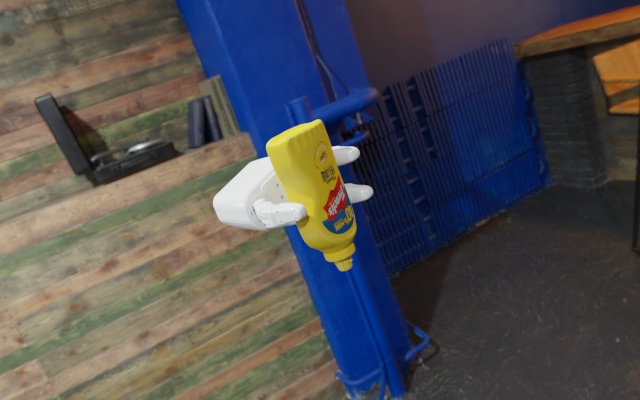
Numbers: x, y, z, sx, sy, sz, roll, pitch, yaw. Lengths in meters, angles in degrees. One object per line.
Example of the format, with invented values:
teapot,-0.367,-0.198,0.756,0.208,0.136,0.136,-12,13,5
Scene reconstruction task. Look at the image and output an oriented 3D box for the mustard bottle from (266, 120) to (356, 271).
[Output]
mustard bottle,0.000,0.002,0.599,0.058,0.192,0.096,-11,17,30
